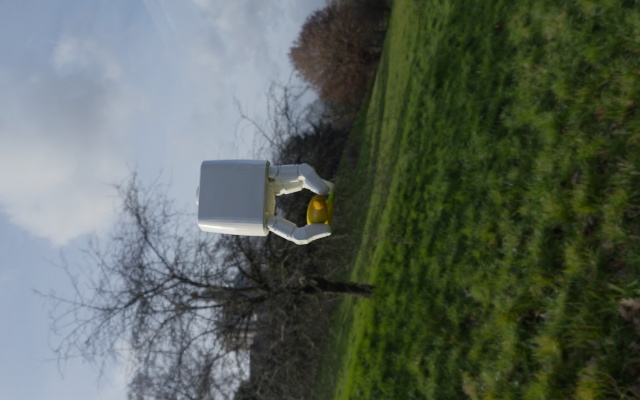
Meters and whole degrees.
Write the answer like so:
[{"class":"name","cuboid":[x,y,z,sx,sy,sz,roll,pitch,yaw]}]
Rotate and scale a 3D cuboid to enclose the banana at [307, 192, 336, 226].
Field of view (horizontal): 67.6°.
[{"class":"banana","cuboid":[-0.001,0.021,0.796,0.037,0.069,0.198,4,3,5]}]
